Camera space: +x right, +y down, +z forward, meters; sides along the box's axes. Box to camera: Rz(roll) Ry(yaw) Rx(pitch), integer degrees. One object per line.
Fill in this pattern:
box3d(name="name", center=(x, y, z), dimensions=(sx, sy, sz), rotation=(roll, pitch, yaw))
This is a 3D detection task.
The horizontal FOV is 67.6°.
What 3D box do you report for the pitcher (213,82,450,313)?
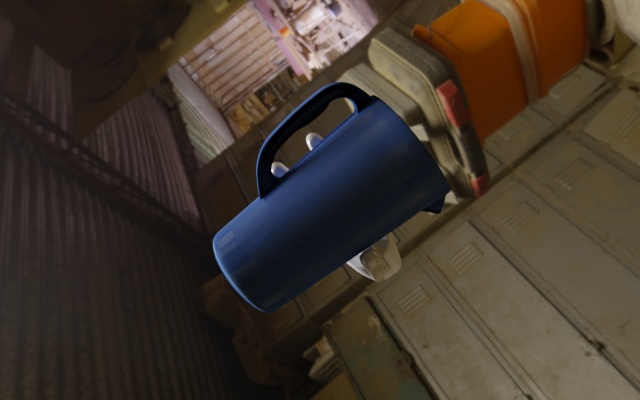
box3d(name="pitcher", center=(0.000, 0.002, 0.518), dimensions=(0.243, 0.149, 0.145), rotation=(-38, -27, 4))
